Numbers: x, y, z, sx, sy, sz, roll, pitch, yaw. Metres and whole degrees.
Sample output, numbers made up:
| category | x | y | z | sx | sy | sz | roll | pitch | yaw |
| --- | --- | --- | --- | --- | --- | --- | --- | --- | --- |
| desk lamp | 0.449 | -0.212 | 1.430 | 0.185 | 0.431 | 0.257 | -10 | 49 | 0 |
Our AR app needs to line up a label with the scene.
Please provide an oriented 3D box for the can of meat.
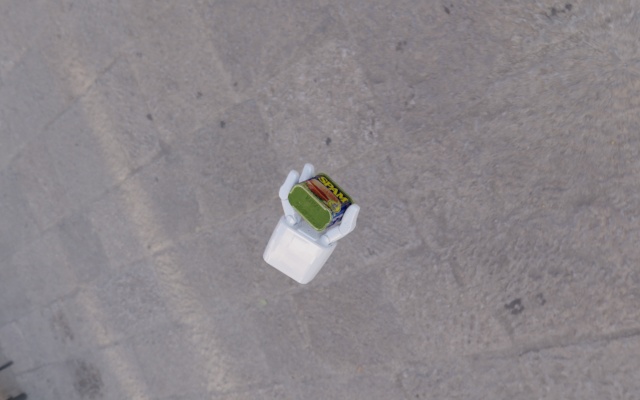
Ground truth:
| category | x | y | z | sx | sy | sz | roll | pitch | yaw |
| --- | --- | --- | --- | --- | --- | --- | --- | --- | --- |
| can of meat | 0.000 | 0.003 | 0.881 | 0.102 | 0.057 | 0.084 | 44 | 33 | 15 |
